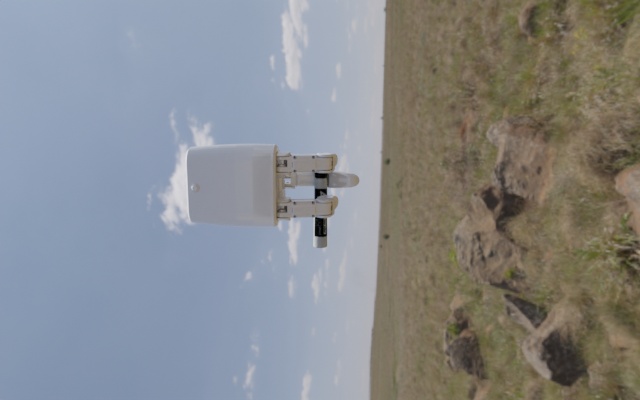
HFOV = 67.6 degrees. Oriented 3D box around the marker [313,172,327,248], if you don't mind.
[{"bbox_3d":[0.000,0.002,0.628,0.020,0.121,0.020,0,10,0],"label":"marker"}]
